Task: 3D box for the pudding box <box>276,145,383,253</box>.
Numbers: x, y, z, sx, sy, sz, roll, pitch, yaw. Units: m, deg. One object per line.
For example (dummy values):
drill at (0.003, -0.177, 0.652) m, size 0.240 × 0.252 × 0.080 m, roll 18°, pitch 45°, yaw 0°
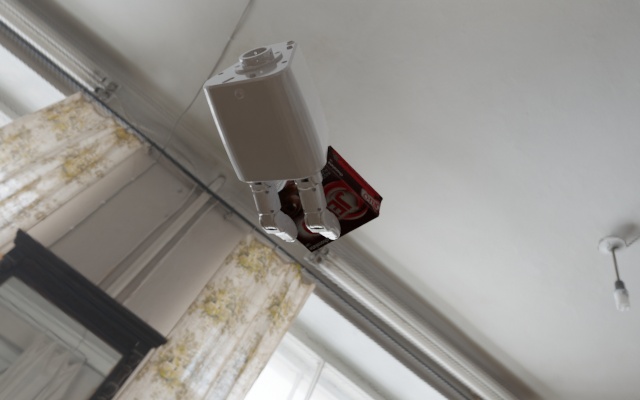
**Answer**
pudding box at (0.000, 0.002, 0.543) m, size 0.113 × 0.090 × 0.039 m, roll -31°, pitch 23°, yaw 39°
